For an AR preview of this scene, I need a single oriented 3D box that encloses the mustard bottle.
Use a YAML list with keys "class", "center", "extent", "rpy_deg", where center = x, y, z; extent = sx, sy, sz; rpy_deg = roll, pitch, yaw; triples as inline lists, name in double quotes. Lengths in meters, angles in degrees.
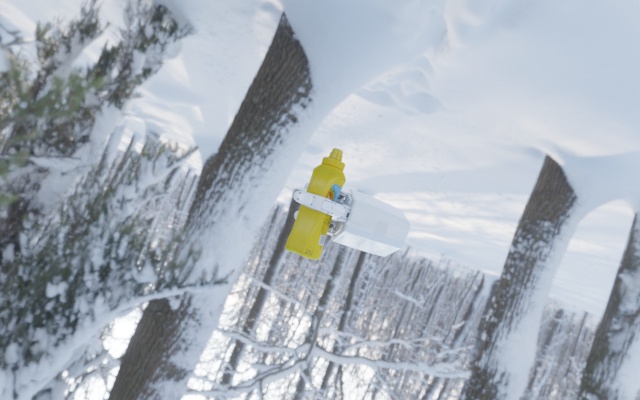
- class: "mustard bottle"
  center: [0.000, 0.003, 0.816]
  extent: [0.058, 0.191, 0.096]
  rpy_deg: [18, -4, 18]
